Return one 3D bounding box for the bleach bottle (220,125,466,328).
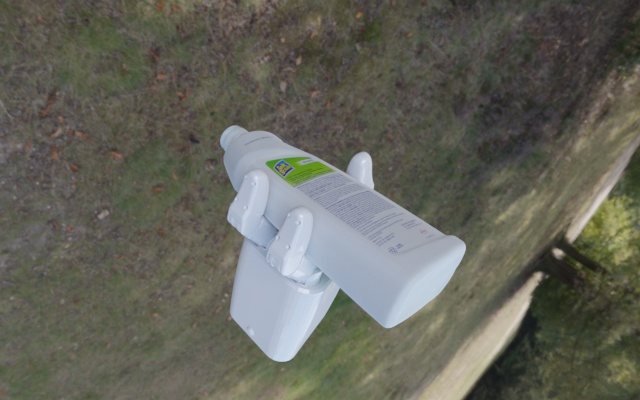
[{"bbox_3d":[0.000,0.001,0.439,0.250,0.068,0.102,39,36,28],"label":"bleach bottle"}]
